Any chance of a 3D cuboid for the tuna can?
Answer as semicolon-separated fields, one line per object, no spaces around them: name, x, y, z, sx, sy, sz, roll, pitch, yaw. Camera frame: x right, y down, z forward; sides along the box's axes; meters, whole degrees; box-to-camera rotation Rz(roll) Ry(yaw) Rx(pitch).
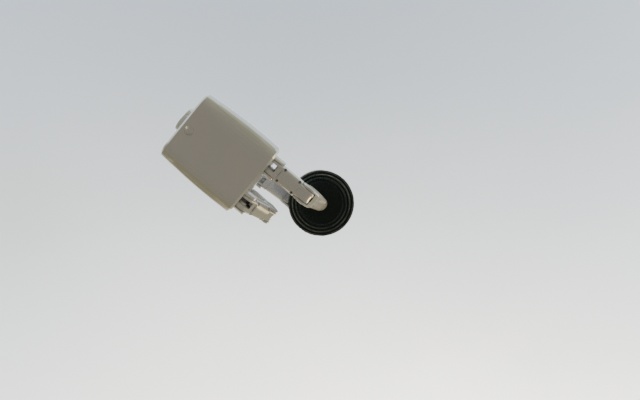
tuna can;0.000;0.002;0.634;0.086;0.086;0.033;0;6;-3
